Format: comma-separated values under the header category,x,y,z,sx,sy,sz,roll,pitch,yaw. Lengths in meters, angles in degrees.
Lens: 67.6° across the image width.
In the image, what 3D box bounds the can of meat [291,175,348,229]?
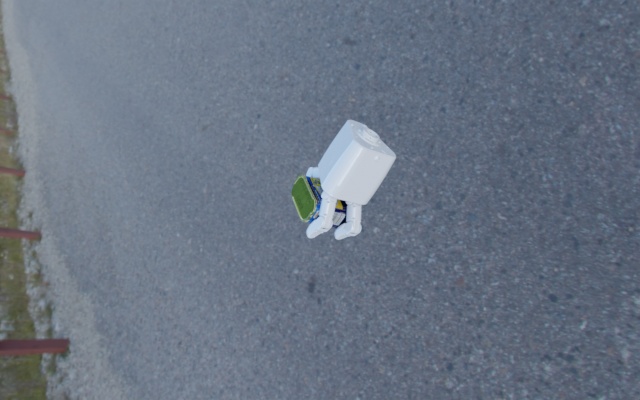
category,x,y,z,sx,sy,sz,roll,pitch,yaw
can of meat,0.000,0.003,0.888,0.084,0.057,0.102,13,35,-33
